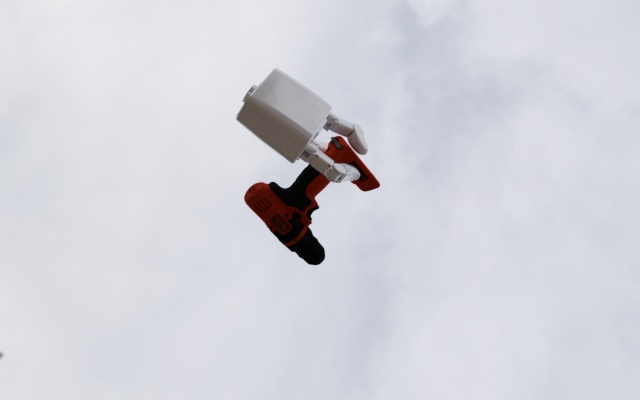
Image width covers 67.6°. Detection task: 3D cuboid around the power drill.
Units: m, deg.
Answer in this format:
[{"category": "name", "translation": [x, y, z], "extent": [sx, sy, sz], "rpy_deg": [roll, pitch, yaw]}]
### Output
[{"category": "power drill", "translation": [0.000, 0.002, 0.766], "extent": [0.187, 0.184, 0.057], "rpy_deg": [-39, 30, 6]}]
